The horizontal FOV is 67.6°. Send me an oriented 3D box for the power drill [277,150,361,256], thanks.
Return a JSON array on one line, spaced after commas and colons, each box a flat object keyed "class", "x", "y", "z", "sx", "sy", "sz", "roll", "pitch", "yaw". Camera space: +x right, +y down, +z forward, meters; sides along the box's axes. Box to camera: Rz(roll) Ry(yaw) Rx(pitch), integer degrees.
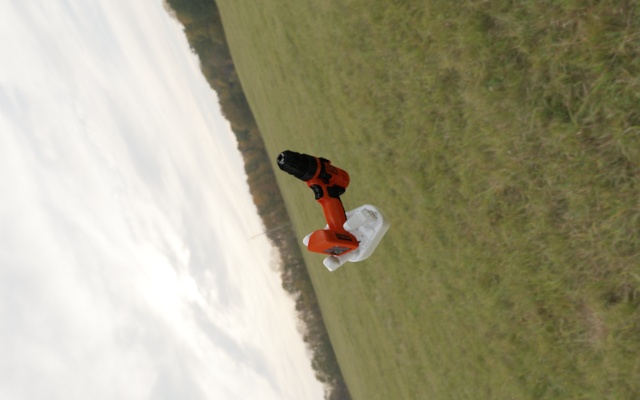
[{"class": "power drill", "x": 0.000, "y": 0.003, "z": 0.890, "sx": 0.057, "sy": 0.187, "sz": 0.184, "roll": -28, "pitch": -29, "yaw": 36}]
